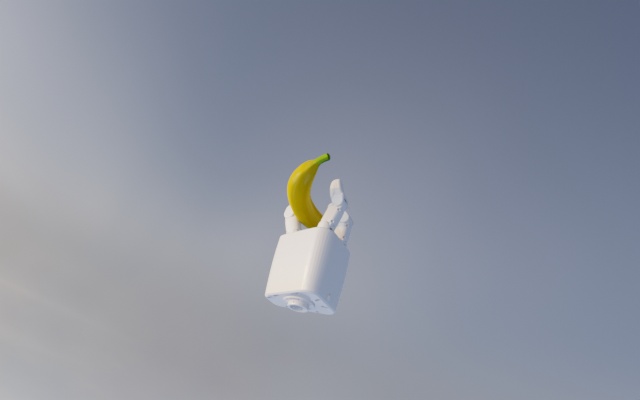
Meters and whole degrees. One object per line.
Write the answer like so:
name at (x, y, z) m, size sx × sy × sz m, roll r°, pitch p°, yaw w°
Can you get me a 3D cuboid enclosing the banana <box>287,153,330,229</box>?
banana at (-0.019, 0.000, 0.782) m, size 0.069 × 0.037 × 0.198 m, roll 2°, pitch -37°, yaw 2°
